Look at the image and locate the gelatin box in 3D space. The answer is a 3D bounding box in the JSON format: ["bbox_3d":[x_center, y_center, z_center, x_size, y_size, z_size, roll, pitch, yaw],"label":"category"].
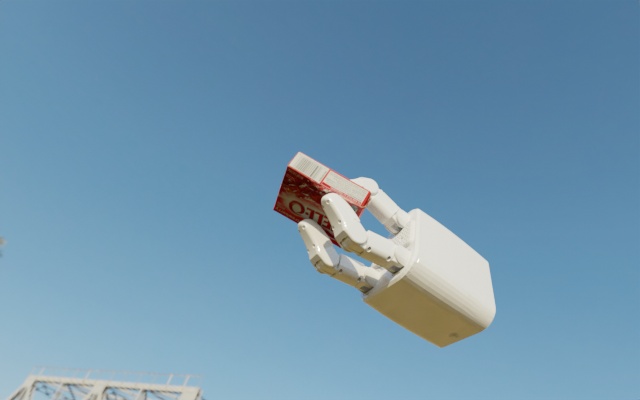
[{"bbox_3d":[0.000,0.001,0.502,0.089,0.073,0.030,30,48,6],"label":"gelatin box"}]
